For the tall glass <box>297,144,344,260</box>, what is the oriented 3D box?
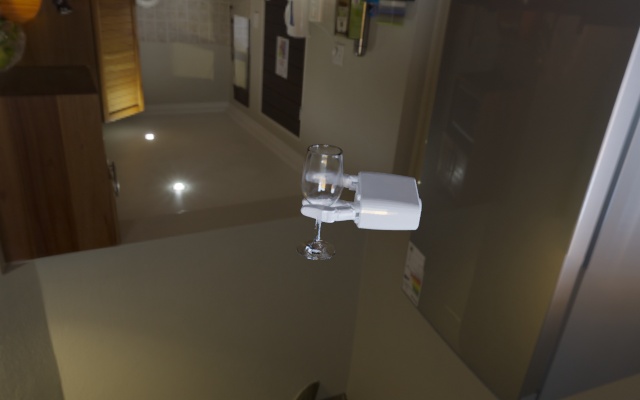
[{"bbox_3d":[0.000,0.003,0.867,0.079,0.201,0.079,4,23,-2],"label":"tall glass"}]
